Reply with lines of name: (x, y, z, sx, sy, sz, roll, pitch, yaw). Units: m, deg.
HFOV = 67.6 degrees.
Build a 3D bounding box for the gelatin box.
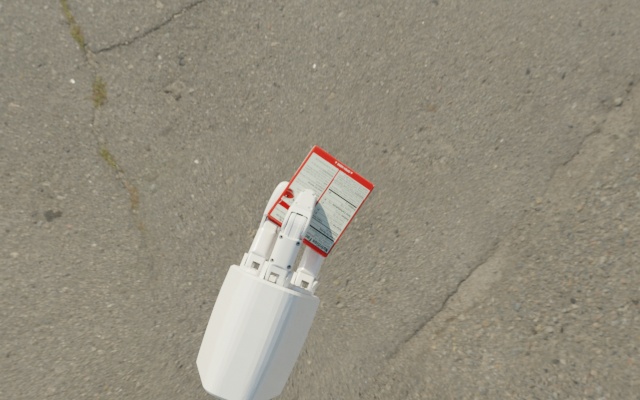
gelatin box: (0.000, 0.001, 0.483, 0.073, 0.089, 0.030, 34, -5, 2)
